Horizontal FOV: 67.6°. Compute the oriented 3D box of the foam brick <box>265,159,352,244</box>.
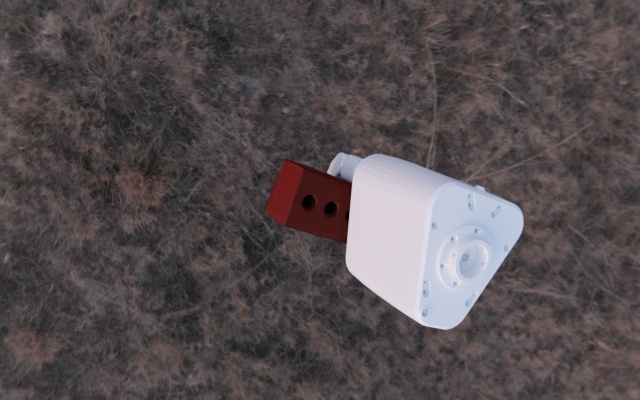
[{"bbox_3d":[0.000,0.001,0.430,0.078,0.053,0.051,17,7,-27],"label":"foam brick"}]
